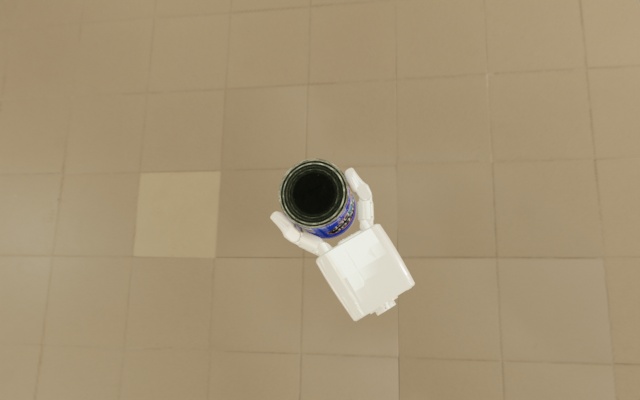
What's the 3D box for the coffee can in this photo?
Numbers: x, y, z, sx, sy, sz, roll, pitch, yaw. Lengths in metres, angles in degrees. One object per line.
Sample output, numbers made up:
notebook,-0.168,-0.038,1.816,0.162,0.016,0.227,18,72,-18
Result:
coffee can,0.000,0.002,0.749,0.103,0.102,0.140,0,-11,9
